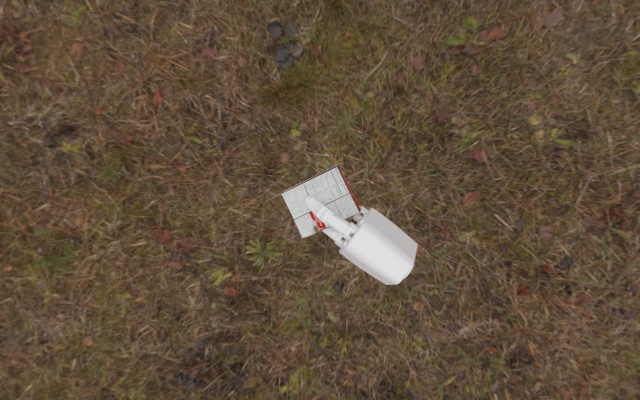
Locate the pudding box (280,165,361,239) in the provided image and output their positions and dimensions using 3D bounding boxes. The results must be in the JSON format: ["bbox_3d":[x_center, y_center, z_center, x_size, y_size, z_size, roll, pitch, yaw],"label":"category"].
[{"bbox_3d":[0.000,0.003,0.810,0.113,0.090,0.039,-25,2,5],"label":"pudding box"}]
